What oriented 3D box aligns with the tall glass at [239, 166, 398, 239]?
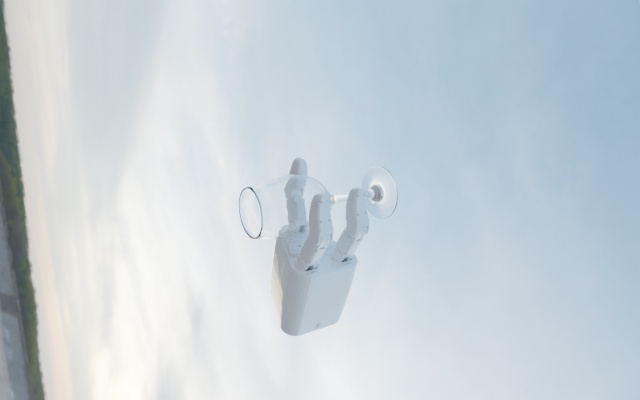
[{"bbox_3d":[0.001,0.002,0.609,0.201,0.079,0.079,-9,5,-33],"label":"tall glass"}]
